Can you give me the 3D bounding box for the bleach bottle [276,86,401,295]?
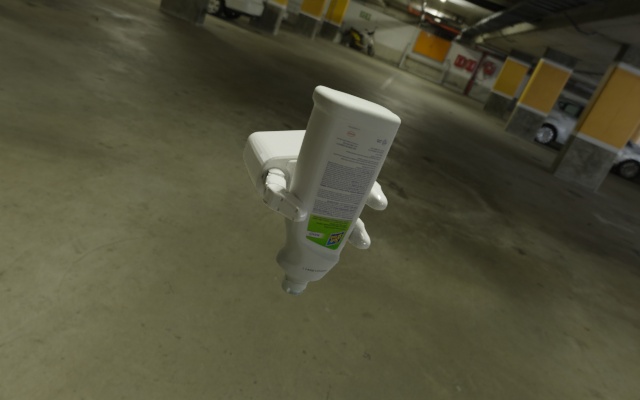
[{"bbox_3d":[0.000,0.002,0.565,0.102,0.251,0.068,12,22,-25],"label":"bleach bottle"}]
